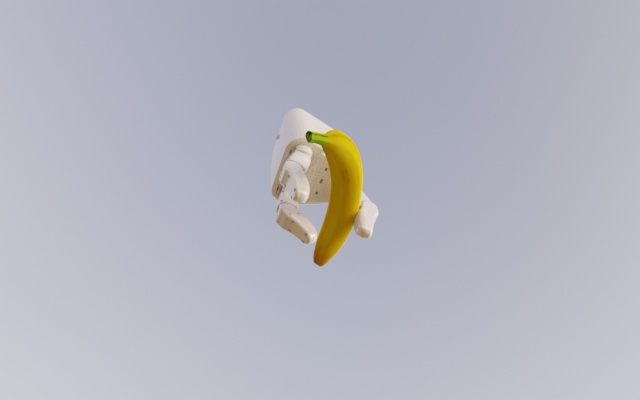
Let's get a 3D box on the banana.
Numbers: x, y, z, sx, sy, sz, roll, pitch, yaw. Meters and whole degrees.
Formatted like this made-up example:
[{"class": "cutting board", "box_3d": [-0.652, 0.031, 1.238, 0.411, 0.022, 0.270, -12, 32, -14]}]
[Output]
[{"class": "banana", "box_3d": [0.017, -0.006, 0.549, 0.069, 0.198, 0.037, -17, 41, -16]}]
